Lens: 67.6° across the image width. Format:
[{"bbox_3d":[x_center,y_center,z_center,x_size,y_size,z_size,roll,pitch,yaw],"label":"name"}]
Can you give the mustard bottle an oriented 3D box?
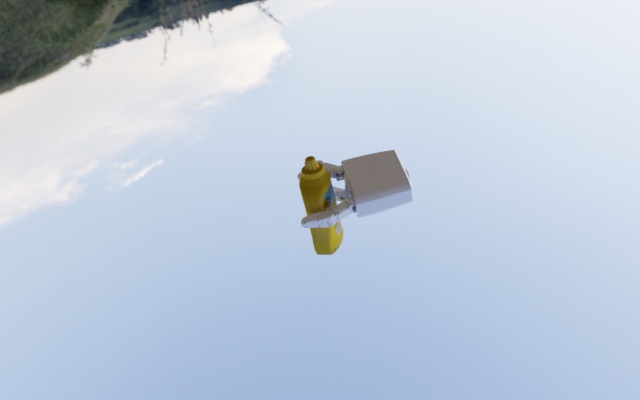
[{"bbox_3d":[0.000,0.003,0.884,0.058,0.192,0.096,0,37,17],"label":"mustard bottle"}]
